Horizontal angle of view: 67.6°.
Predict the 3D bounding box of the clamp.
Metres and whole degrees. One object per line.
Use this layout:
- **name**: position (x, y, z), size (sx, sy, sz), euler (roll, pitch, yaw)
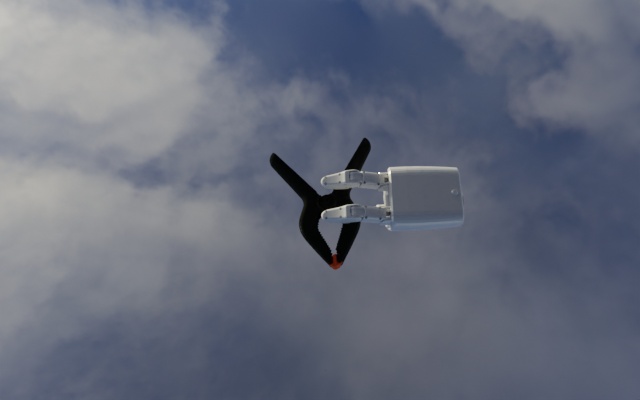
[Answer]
- **clamp**: position (0.000, 0.003, 0.745), size (0.164, 0.210, 0.036), euler (-3, -20, 6)
